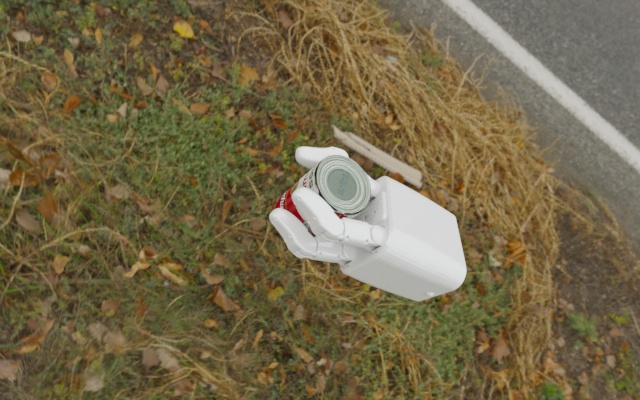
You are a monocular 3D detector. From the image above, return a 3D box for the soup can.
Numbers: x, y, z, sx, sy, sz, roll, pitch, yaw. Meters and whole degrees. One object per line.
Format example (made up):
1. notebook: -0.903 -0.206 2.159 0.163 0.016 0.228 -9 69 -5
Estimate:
1. soup can: 0.000 0.001 0.521 0.068 0.068 0.102 0 -22 -31
